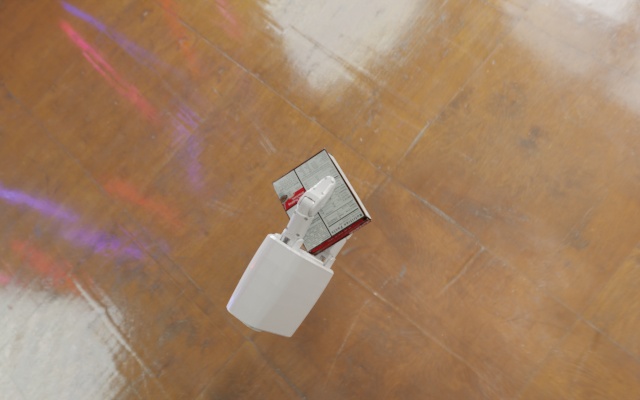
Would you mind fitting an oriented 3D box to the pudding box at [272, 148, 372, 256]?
[{"bbox_3d":[0.000,0.002,0.622,0.090,0.113,0.039,-32,-19,7],"label":"pudding box"}]
